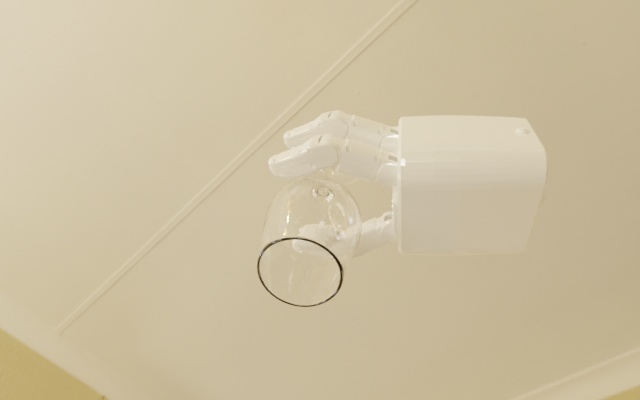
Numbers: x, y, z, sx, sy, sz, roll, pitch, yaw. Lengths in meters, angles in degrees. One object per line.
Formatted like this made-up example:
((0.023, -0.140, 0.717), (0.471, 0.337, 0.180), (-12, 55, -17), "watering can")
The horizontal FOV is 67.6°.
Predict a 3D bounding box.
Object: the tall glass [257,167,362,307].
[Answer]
((0.000, 0.001, 0.417), (0.079, 0.079, 0.201), (0, 30, 10), "tall glass")
